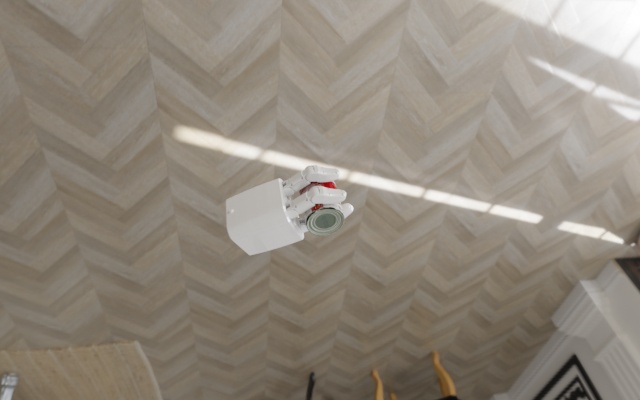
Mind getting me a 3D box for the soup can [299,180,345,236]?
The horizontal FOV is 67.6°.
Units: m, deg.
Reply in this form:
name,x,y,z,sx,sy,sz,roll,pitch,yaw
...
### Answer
name,x,y,z,sx,sy,sz,roll,pitch,yaw
soup can,0.001,0.003,0.833,0.068,0.069,0.102,0,43,-13
